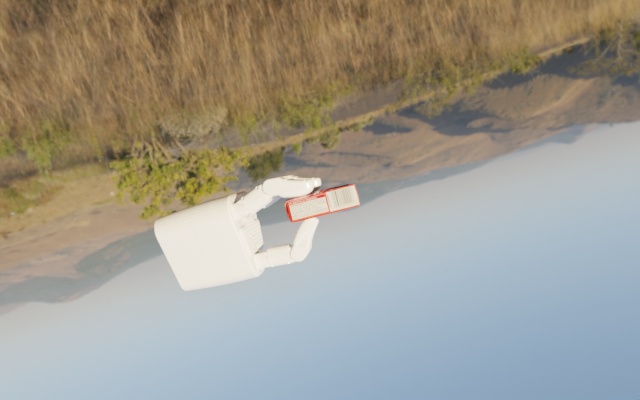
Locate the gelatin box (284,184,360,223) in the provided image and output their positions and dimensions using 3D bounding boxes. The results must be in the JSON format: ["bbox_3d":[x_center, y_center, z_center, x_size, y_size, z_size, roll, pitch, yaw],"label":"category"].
[{"bbox_3d":[0.001,0.002,0.604,0.089,0.030,0.073,-14,2,-3],"label":"gelatin box"}]
